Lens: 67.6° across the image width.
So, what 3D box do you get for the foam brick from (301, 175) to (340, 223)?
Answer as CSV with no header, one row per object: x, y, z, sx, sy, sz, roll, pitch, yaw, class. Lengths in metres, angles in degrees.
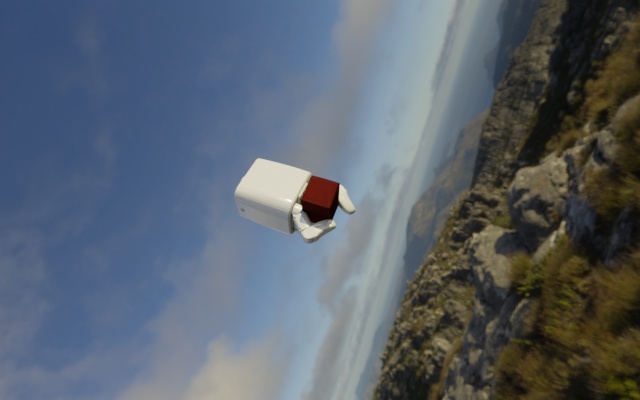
0.000,0.002,0.818,0.051,0.053,0.078,18,-27,10,foam brick
